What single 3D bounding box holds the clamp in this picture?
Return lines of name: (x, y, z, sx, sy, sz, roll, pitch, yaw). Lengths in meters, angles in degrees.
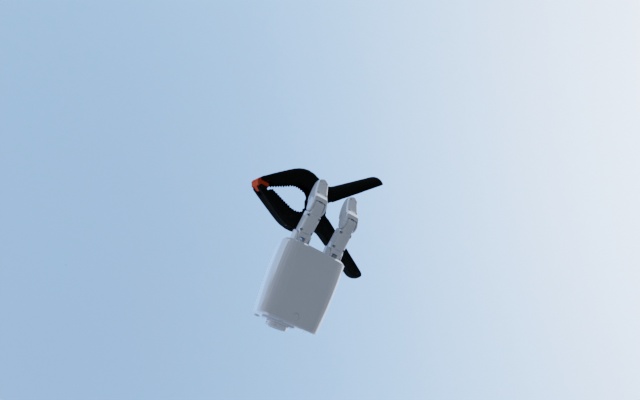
clamp: (-0.001, 0.002, 0.711, 0.210, 0.164, 0.036, 30, -21, -22)
